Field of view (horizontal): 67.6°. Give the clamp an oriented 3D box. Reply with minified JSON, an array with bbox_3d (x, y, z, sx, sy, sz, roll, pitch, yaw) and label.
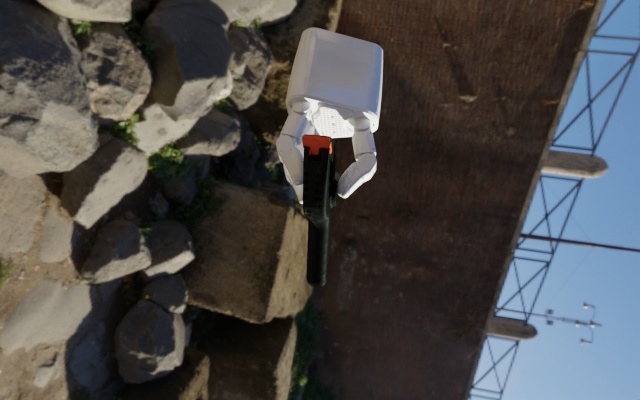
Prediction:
[{"bbox_3d":[0.001,0.001,0.542,0.036,0.164,0.210,5,-21,6],"label":"clamp"}]
